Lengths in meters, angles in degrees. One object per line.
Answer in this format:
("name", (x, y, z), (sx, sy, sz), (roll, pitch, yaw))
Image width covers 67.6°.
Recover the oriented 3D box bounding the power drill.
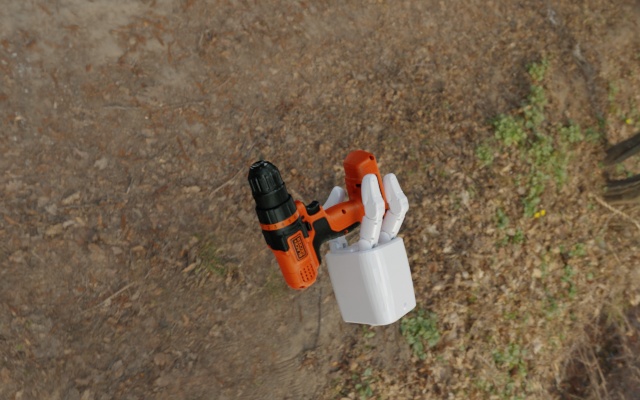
("power drill", (0.001, 0.002, 0.651), (0.187, 0.184, 0.057), (-31, 28, -28))
